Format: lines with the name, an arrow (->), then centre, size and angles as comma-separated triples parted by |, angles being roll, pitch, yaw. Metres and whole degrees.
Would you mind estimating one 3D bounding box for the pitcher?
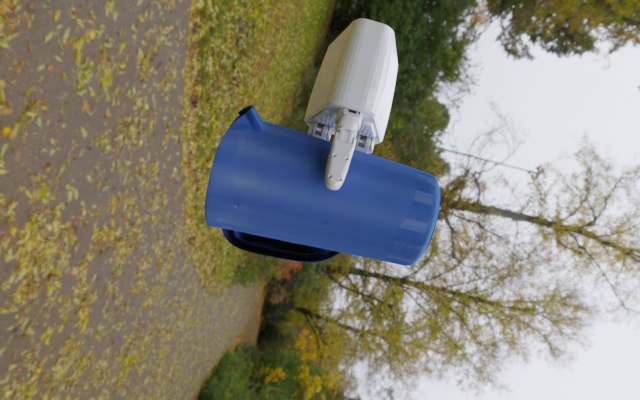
pitcher -> 0.000, 0.002, 0.545 | 0.243, 0.145, 0.149 | 15, -11, -1
